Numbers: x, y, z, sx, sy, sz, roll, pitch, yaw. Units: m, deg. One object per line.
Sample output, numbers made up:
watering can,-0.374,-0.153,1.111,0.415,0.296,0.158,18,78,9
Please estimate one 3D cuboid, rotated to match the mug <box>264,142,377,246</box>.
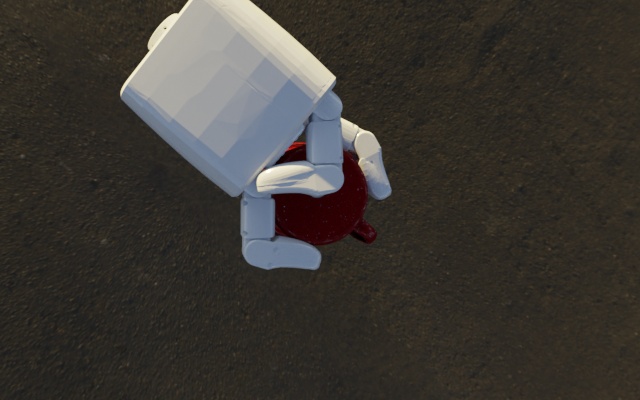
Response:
mug,0.001,0.002,0.411,0.117,0.093,0.081,39,-6,-11
